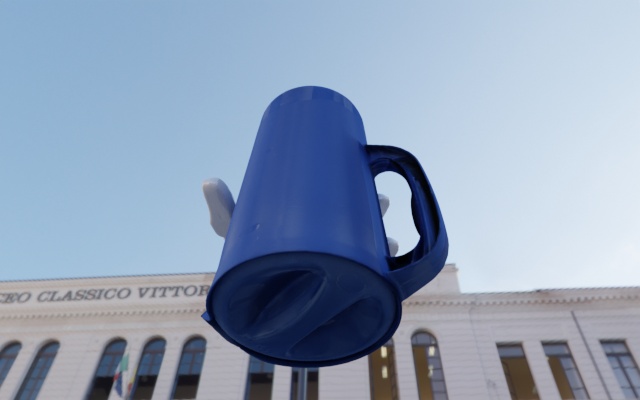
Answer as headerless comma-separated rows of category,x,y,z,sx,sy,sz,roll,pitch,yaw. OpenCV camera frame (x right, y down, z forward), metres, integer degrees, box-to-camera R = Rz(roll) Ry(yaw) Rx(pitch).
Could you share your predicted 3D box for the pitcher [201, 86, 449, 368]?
pitcher,0.000,0.001,0.406,0.149,0.145,0.242,15,40,-12
